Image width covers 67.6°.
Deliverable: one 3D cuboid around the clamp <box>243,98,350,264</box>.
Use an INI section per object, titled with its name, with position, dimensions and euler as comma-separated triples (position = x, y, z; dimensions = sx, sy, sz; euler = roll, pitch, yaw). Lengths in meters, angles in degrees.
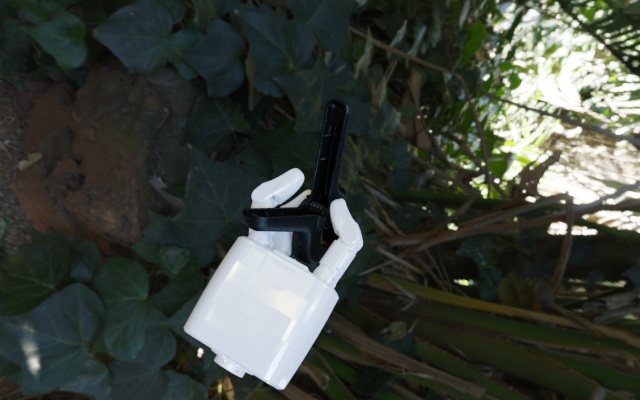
[clamp]
position = 0.001, 0.002, 0.530
dimensions = 0.036, 0.164, 0.210
euler = 24, -20, 26
